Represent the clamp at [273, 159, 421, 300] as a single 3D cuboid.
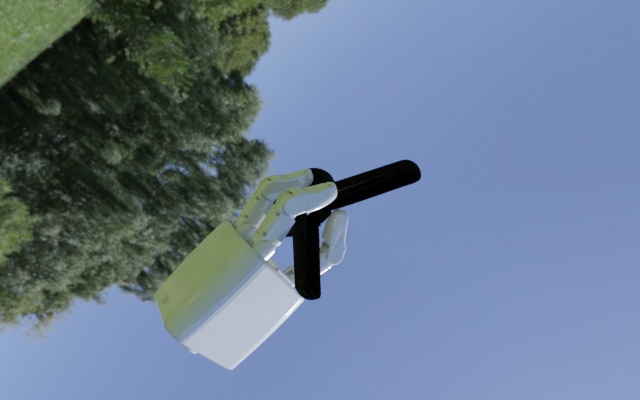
[{"bbox_3d":[0.000,0.002,0.512,0.036,0.164,0.210,51,-10,-30],"label":"clamp"}]
